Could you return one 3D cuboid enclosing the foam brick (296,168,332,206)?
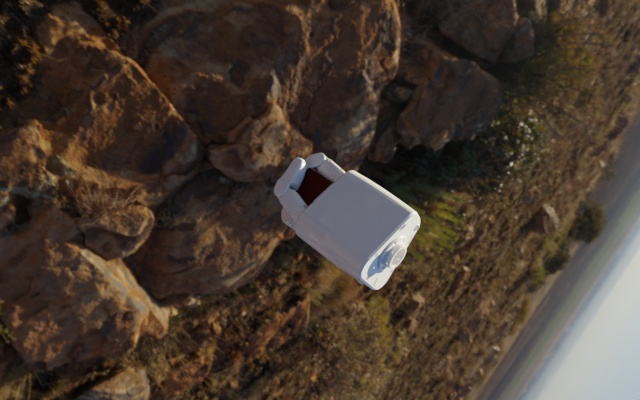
[{"bbox_3d":[0.000,0.002,0.652,0.051,0.053,0.078,35,-6,31],"label":"foam brick"}]
